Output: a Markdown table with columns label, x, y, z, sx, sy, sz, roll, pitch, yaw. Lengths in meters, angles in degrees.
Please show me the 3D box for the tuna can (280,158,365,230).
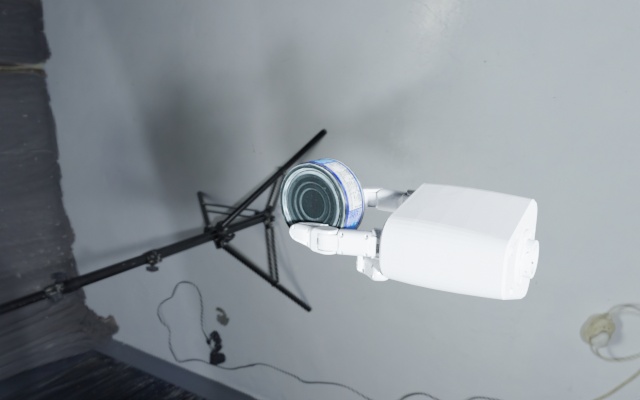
| label | x | y | z | sx | sy | sz | roll | pitch | yaw |
| --- | --- | --- | --- | --- | --- | --- | --- | --- | --- |
| tuna can | 0.000 | 0.002 | 0.480 | 0.086 | 0.086 | 0.033 | 0 | 10 | 38 |
